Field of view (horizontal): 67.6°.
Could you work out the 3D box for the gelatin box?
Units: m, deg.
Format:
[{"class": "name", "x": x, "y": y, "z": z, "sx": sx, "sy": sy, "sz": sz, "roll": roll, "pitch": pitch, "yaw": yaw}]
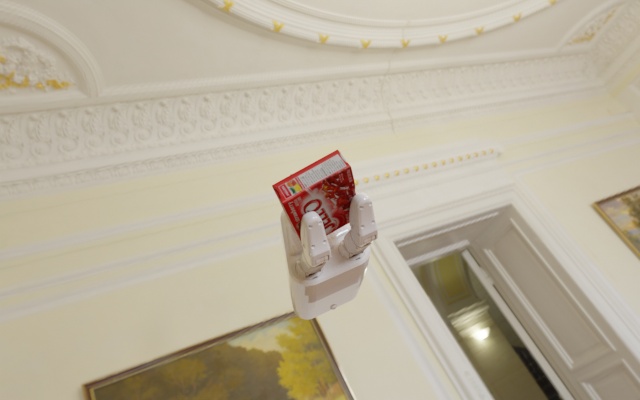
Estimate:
[{"class": "gelatin box", "x": 0.000, "y": 0.001, "z": 0.477, "sx": 0.073, "sy": 0.030, "sz": 0.089, "roll": -29, "pitch": -36, "yaw": -7}]
